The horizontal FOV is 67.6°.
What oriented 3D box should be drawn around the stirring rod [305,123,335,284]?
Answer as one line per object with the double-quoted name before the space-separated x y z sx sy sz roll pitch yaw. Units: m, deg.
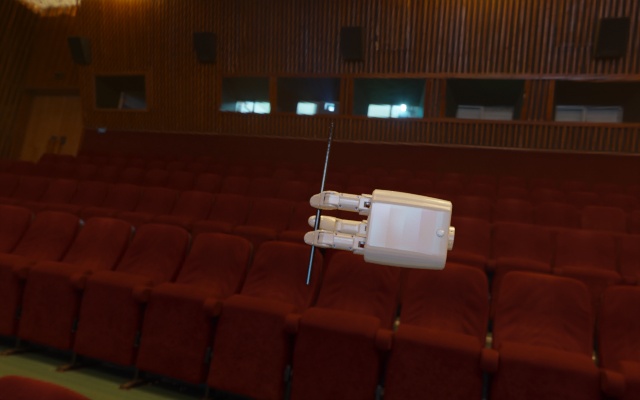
"stirring rod" 0.000 0.002 0.702 0.011 0.239 0.011 9 -8 1
